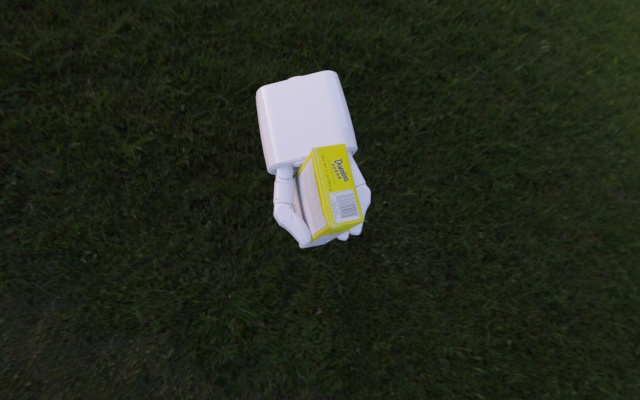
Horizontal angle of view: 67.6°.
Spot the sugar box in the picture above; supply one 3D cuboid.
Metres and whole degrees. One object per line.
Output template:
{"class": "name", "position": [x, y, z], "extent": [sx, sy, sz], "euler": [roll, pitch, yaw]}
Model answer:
{"class": "sugar box", "position": [0.001, 0.002, 0.596], "extent": [0.048, 0.093, 0.176], "euler": [-10, -9, -13]}
